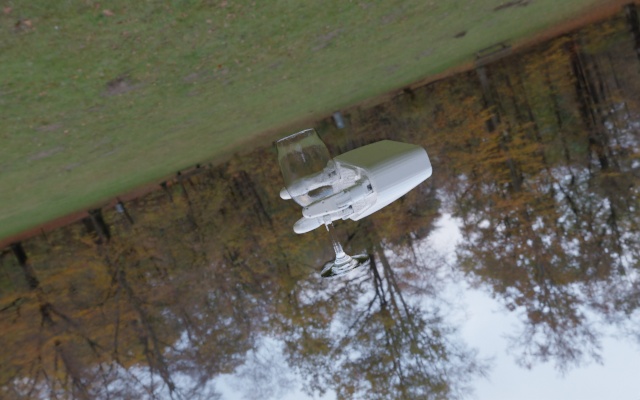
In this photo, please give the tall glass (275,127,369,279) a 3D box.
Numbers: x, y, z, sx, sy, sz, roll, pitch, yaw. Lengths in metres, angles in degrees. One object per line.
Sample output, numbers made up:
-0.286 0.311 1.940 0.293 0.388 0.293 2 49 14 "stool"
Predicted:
0.000 0.003 0.669 0.079 0.201 0.079 -21 7 3 "tall glass"
